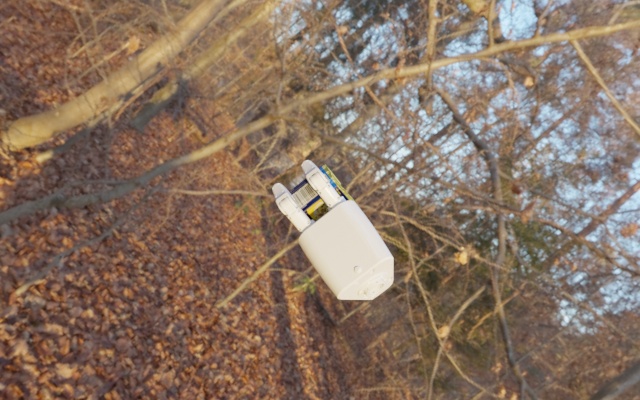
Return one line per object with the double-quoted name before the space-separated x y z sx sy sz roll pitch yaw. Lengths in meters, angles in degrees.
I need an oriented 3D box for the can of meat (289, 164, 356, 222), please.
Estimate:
"can of meat" 0.000 0.002 0.734 0.084 0.057 0.102 -38 -34 4
